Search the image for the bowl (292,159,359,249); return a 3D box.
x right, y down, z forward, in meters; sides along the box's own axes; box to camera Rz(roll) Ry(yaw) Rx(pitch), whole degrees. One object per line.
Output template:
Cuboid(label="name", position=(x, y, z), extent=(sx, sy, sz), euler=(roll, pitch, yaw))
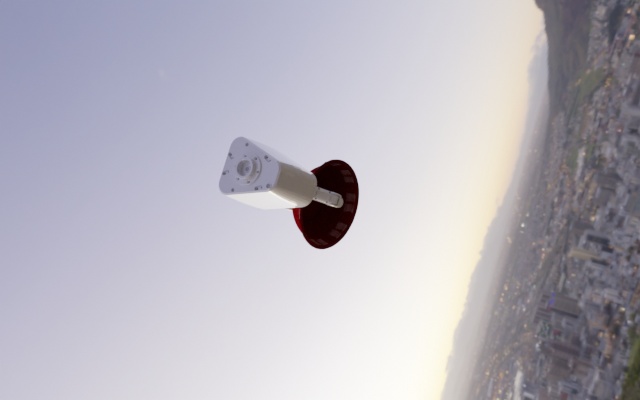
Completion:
Cuboid(label="bowl", position=(0.000, 0.003, 0.854), extent=(0.055, 0.162, 0.162), euler=(15, 10, 39))
